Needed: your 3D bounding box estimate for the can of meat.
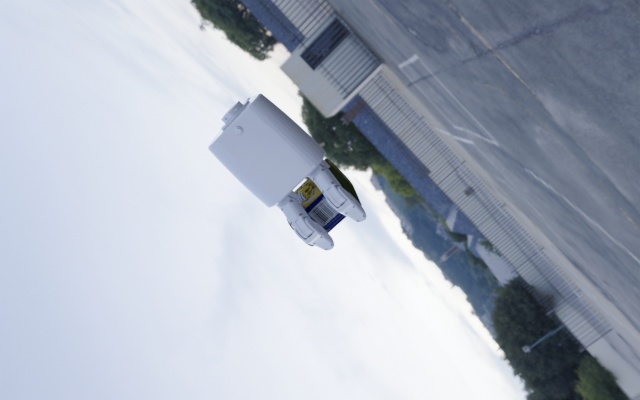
[{"bbox_3d":[0.000,0.002,0.632,0.057,0.084,0.102,43,13,-20],"label":"can of meat"}]
